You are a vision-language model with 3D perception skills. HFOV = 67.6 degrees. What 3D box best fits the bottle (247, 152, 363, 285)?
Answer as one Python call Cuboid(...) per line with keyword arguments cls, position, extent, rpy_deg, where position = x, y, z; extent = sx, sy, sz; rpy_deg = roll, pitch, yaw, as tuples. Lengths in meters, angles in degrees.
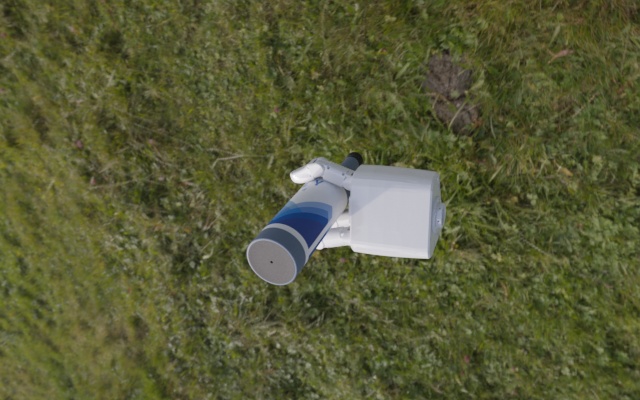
Cuboid(cls="bottle", position=(0.000, 0.002, 0.671), extent=(0.069, 0.069, 0.295), rpy_deg=(0, 28, 26))
